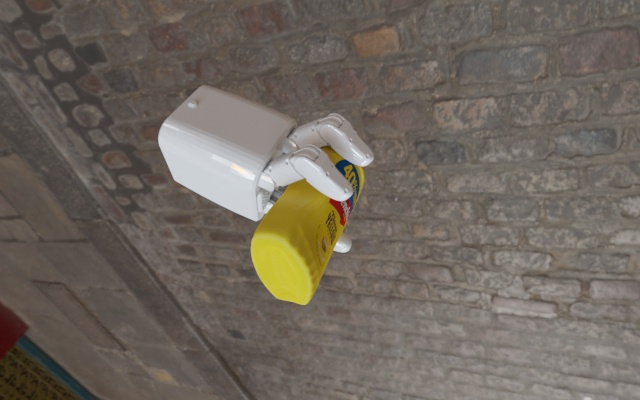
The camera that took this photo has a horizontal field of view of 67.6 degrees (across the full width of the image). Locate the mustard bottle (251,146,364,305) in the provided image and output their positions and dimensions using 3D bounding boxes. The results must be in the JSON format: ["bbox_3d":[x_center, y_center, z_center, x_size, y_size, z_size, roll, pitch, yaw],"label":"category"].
[{"bbox_3d":[0.000,0.002,0.478,0.058,0.096,0.191,7,45,24],"label":"mustard bottle"}]
